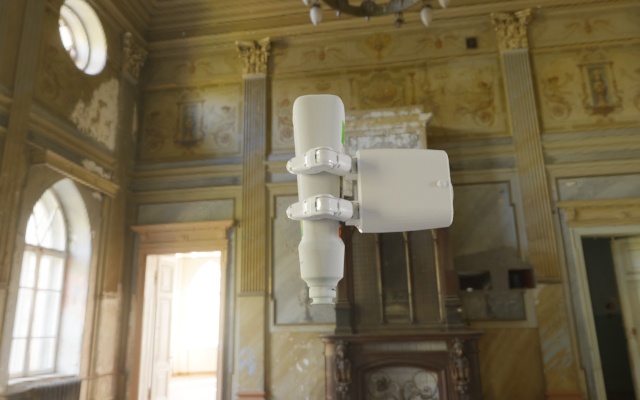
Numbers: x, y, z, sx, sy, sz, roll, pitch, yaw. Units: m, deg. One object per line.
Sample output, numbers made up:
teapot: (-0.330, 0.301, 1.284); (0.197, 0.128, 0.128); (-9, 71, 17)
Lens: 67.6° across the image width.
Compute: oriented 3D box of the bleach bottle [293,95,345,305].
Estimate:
bleach bottle: (0.000, 0.002, 0.596); (0.068, 0.250, 0.102); (-1, -15, 1)
